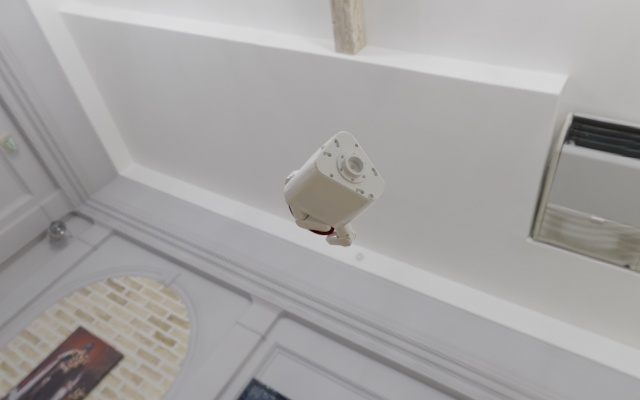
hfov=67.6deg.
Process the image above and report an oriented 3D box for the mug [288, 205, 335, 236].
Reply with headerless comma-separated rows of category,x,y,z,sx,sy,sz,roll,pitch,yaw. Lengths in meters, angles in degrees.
mug,0.000,0.003,0.823,0.081,0.093,0.117,-50,7,-34
